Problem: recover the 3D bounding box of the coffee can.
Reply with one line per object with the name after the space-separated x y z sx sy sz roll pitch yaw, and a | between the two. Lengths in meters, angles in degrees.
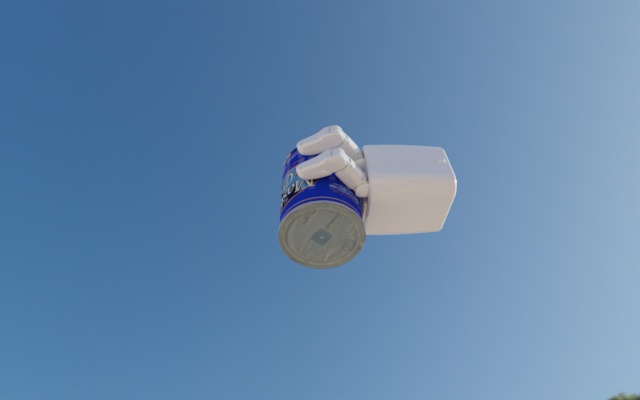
0.000 0.002 0.611 0.103 0.103 0.140 0 37 -2 | coffee can
